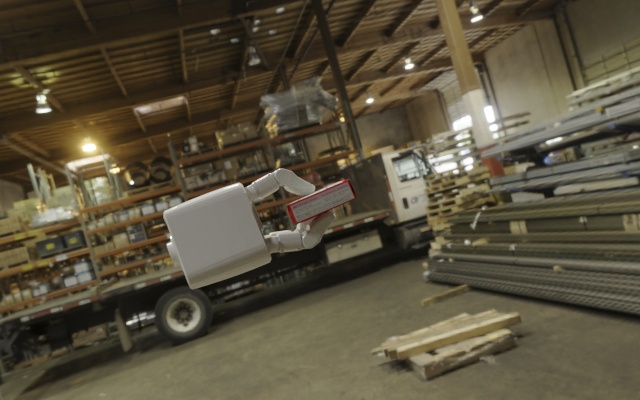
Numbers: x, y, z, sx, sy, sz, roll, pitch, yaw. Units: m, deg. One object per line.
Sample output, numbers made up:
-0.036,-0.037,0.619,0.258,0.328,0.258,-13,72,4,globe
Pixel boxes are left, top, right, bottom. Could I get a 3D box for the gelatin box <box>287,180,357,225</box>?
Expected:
0.000,0.002,0.642,0.089,0.030,0.073,-24,2,-2,gelatin box
